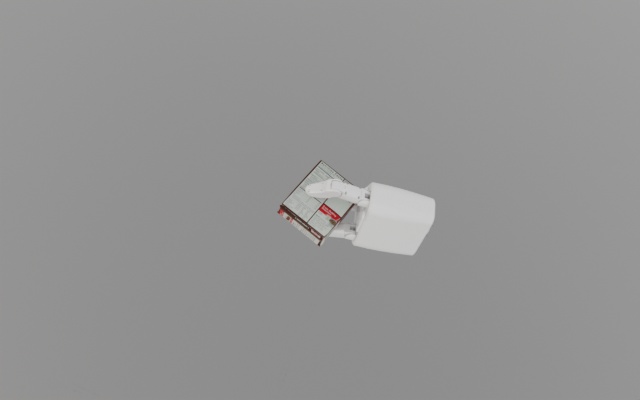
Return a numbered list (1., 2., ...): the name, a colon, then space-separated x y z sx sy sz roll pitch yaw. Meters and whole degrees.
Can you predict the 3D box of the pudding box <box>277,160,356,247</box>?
1. pudding box: 0.000 0.002 0.769 0.090 0.113 0.039 38 -29 6
